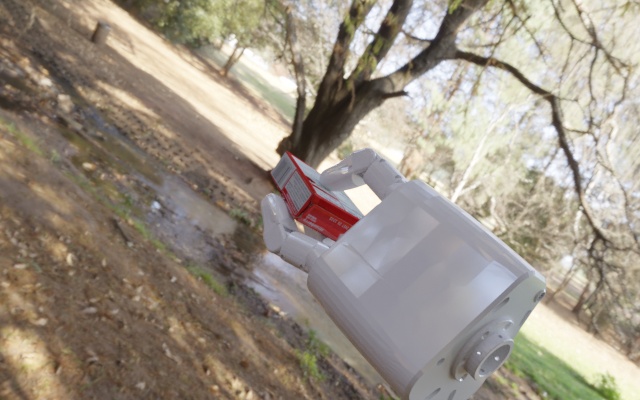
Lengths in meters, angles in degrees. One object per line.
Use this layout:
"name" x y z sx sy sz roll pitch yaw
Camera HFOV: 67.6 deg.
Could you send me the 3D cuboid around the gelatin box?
"gelatin box" 0.000 0.001 0.422 0.073 0.030 0.089 31 14 -32
